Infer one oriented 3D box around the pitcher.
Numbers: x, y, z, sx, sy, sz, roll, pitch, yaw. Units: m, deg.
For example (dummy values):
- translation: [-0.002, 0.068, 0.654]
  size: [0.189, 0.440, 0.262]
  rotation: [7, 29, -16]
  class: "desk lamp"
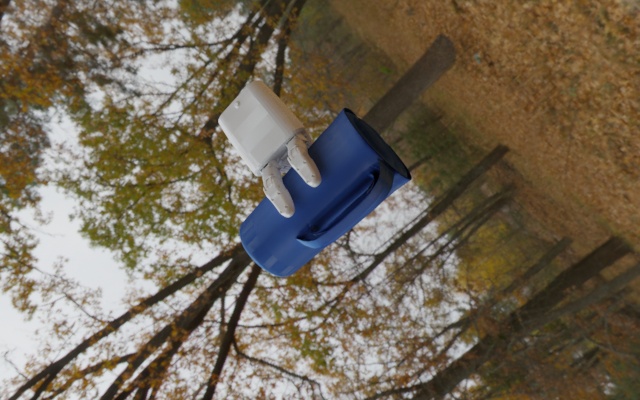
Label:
- translation: [0.000, 0.002, 0.670]
  size: [0.243, 0.145, 0.149]
  rotation: [-44, -17, 17]
  class: "pitcher"
